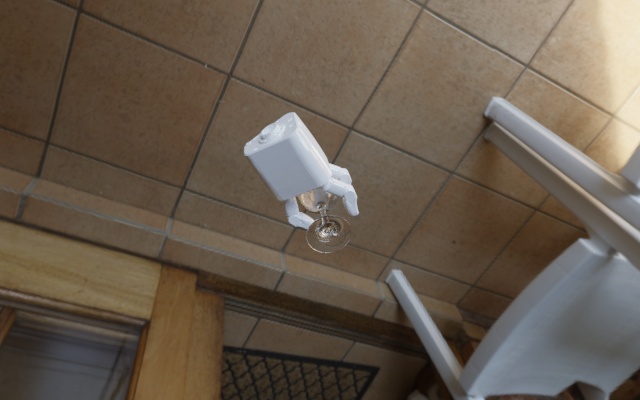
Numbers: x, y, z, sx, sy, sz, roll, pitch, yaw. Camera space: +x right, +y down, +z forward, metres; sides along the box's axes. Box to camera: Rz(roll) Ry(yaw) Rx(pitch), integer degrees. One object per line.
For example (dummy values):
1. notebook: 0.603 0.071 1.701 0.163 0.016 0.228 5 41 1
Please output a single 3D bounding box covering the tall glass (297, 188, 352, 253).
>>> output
1. tall glass: 0.000 0.003 0.854 0.079 0.079 0.201 0 32 -9
